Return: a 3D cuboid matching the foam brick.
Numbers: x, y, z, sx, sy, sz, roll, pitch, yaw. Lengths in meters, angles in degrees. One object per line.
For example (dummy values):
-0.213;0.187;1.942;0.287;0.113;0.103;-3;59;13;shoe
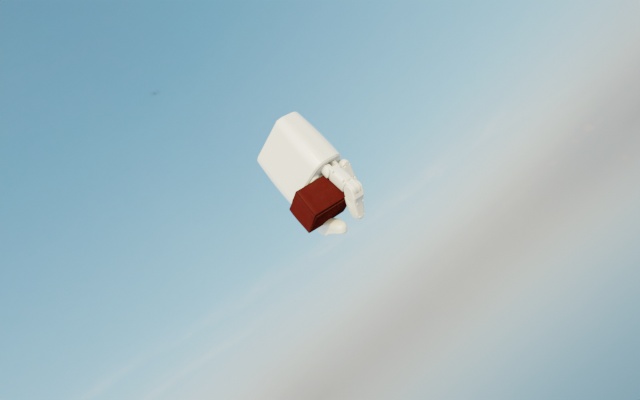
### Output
0.000;0.003;0.727;0.078;0.051;0.053;-31;-19;-31;foam brick
